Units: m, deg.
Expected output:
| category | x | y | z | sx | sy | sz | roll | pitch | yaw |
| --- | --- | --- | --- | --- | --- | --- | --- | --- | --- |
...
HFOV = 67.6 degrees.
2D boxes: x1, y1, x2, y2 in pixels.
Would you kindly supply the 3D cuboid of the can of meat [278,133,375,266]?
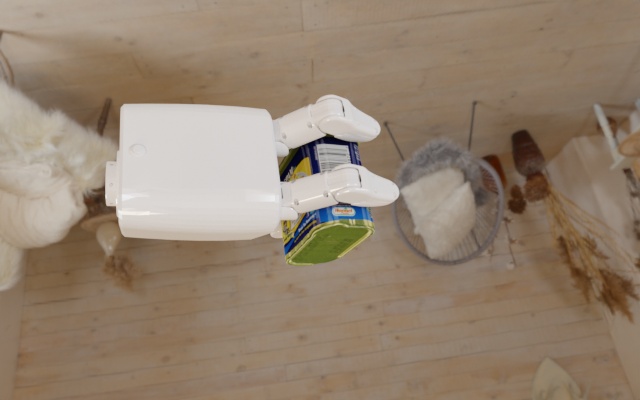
| category | x | y | z | sx | sy | sz | roll | pitch | yaw |
| --- | --- | --- | --- | --- | --- | --- | --- | --- | --- |
| can of meat | 0.000 | 0.002 | 0.406 | 0.057 | 0.084 | 0.102 | 2 | -25 | -23 |
